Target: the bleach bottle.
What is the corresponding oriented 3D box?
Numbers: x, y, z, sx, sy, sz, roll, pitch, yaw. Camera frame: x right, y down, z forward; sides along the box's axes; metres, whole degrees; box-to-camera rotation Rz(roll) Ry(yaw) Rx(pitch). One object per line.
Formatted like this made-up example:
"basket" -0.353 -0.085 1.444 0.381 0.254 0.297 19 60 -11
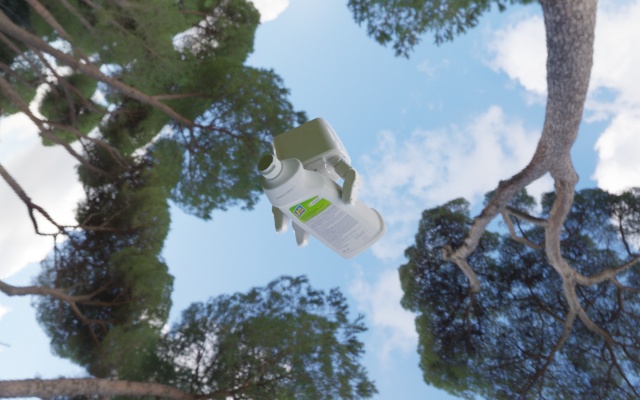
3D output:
"bleach bottle" 0.000 0.003 0.749 0.102 0.068 0.251 -38 -47 13
